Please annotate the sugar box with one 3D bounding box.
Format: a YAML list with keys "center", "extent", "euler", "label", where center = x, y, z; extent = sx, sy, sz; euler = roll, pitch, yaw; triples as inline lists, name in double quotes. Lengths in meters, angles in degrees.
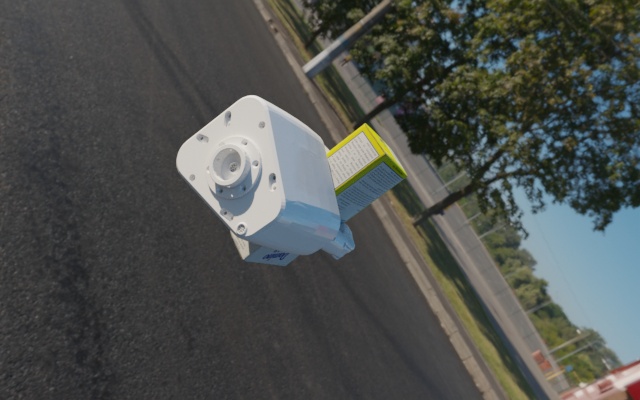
- center: [0.000, 0.001, 0.496]
  extent: [0.176, 0.048, 0.093]
  euler: [-34, -22, 14]
  label: "sugar box"
